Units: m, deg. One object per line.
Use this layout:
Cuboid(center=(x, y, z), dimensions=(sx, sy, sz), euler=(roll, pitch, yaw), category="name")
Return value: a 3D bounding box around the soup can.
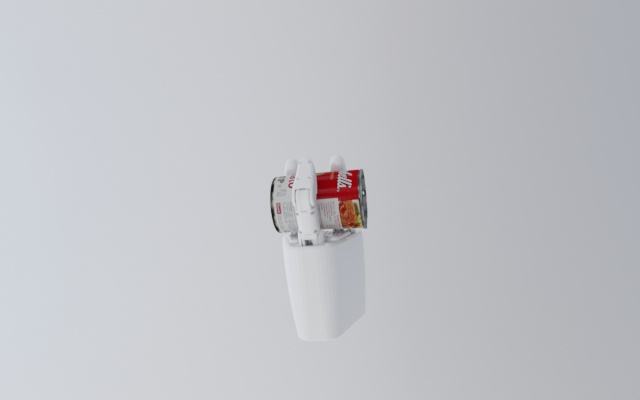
Cuboid(center=(0.000, 0.001, 0.546), dimensions=(0.102, 0.068, 0.068), euler=(-4, -1, 10), category="soup can")
